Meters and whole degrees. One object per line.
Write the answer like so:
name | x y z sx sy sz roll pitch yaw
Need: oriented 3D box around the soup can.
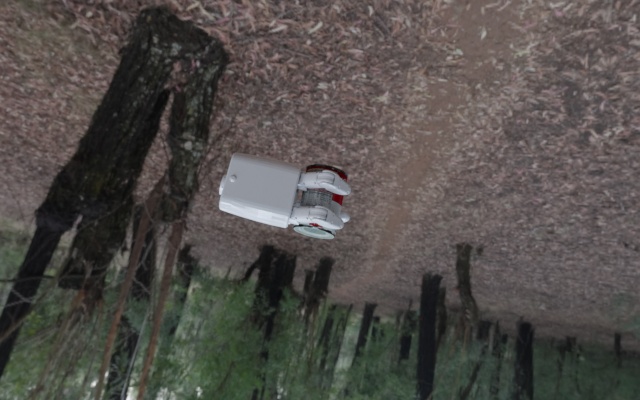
soup can | 0.001 0.003 0.748 0.068 0.102 0.068 12 -16 3
